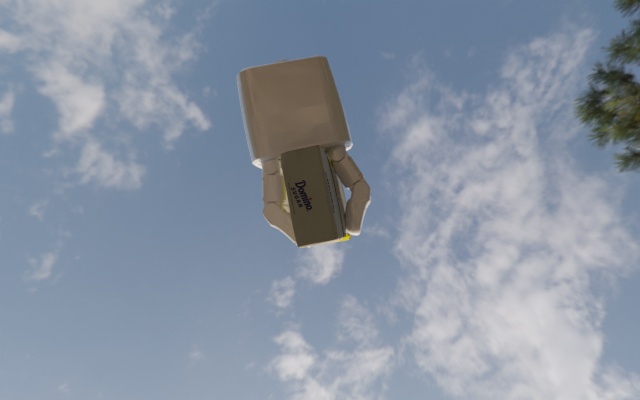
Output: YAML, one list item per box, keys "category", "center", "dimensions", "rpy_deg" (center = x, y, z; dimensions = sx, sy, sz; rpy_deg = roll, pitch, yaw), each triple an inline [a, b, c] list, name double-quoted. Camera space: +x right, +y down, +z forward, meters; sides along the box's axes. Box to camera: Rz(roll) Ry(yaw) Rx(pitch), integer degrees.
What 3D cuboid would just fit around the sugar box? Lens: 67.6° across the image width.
- category: "sugar box"
  center: [0.000, 0.002, 0.524]
  dimensions: [0.048, 0.093, 0.176]
  rpy_deg: [-12, -6, 9]
